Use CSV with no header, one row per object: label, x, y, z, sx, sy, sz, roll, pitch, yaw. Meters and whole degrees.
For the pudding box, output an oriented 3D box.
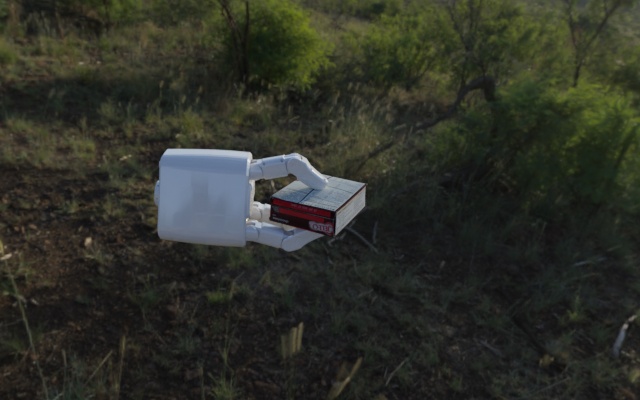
pudding box,0.000,0.002,0.612,0.090,0.039,0.113,14,27,21
